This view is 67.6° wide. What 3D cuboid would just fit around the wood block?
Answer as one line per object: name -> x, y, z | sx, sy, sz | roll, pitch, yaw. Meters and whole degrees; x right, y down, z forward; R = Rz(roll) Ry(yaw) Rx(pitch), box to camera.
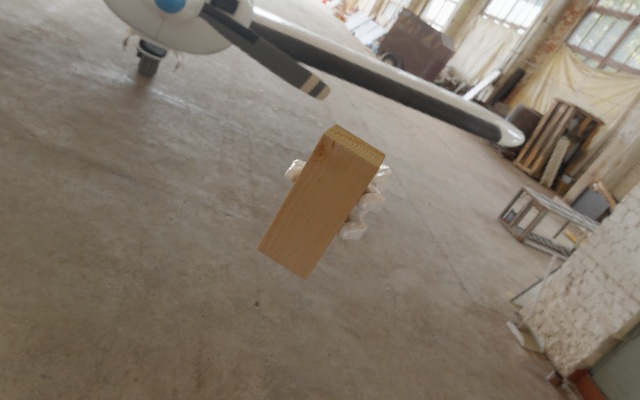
wood block -> 0.000, 0.002, 0.711 | 0.091, 0.206, 0.090 | 32, 22, 2
